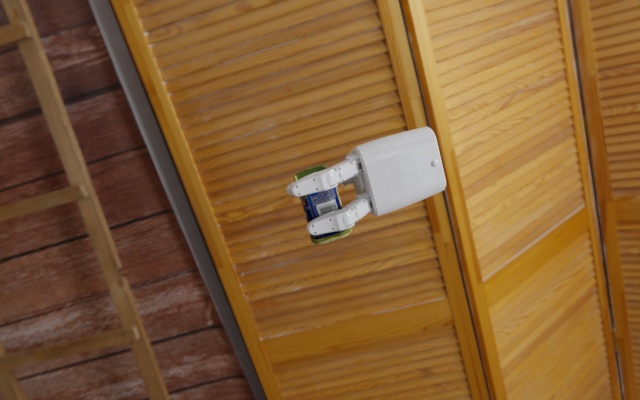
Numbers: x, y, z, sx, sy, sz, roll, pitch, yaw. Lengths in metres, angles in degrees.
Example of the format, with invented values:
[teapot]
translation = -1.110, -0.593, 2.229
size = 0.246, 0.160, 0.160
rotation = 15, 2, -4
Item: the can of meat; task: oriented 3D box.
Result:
[can of meat]
translation = 0.000, 0.002, 0.662
size = 0.057, 0.084, 0.102
rotation = -17, 15, -2
